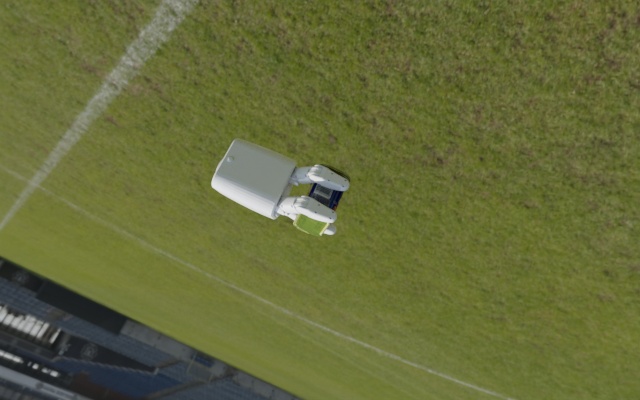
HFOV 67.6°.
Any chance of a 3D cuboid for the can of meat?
[{"bbox_3d":[0.000,0.003,0.767,0.057,0.084,0.102,25,-23,-2],"label":"can of meat"}]
